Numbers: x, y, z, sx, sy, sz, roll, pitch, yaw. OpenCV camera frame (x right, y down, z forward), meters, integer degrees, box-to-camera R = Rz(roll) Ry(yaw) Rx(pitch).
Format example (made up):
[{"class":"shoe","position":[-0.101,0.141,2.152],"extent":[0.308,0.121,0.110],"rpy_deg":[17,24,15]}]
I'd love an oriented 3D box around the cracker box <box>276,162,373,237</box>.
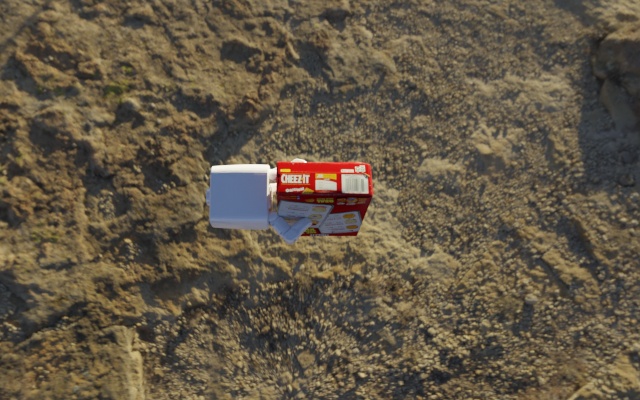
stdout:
[{"class":"cracker box","position":[0.000,0.003,0.896],"extent":[0.164,0.072,0.214],"rpy_deg":[0,-23,-3]}]
